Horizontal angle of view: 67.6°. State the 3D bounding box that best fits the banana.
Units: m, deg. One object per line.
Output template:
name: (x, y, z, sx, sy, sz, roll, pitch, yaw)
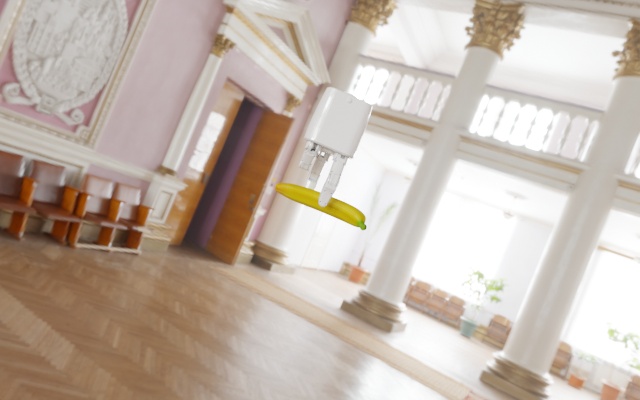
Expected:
banana: (0.009, 0.007, 0.910, 0.198, 0.037, 0.069, 22, 0, 19)
